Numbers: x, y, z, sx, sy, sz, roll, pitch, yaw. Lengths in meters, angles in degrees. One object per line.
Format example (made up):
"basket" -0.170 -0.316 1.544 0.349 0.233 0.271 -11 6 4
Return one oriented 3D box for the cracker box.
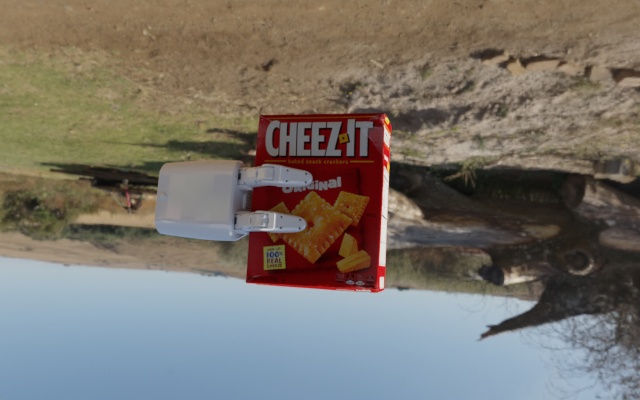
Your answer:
"cracker box" 0.000 0.002 0.597 0.164 0.213 0.072 2 -8 13
